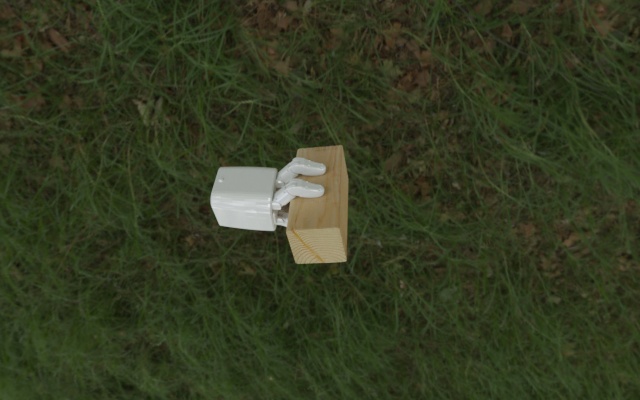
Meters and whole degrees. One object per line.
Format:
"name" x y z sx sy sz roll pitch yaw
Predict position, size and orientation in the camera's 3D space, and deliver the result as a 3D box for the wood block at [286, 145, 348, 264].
"wood block" 0.000 0.003 0.856 0.090 0.206 0.091 -4 -45 9
